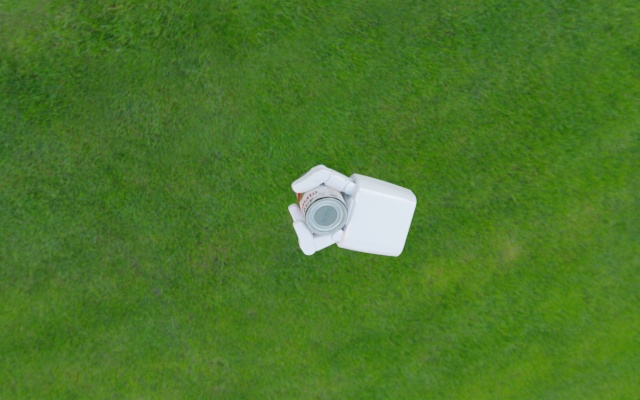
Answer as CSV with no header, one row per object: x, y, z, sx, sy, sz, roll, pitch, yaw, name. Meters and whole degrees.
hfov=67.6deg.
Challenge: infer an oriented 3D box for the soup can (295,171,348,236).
0.000,0.002,0.755,0.068,0.068,0.102,0,27,-12,soup can
